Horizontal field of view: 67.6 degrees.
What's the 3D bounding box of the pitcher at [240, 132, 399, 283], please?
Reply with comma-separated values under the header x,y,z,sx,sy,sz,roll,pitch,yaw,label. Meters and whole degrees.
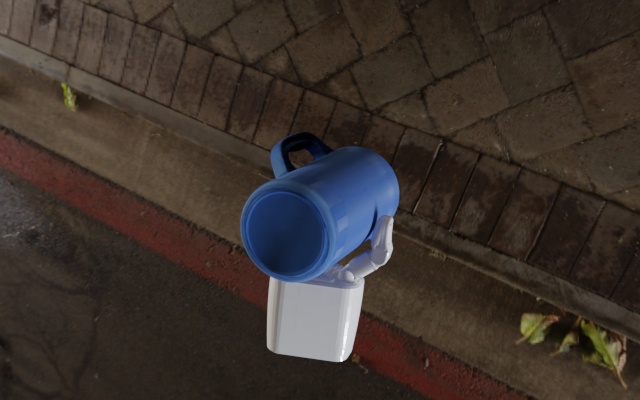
x,y,z,sx,sy,sz,roll,pitch,yaw,label
0.000,0.002,0.581,0.149,0.145,0.243,12,15,18,pitcher
